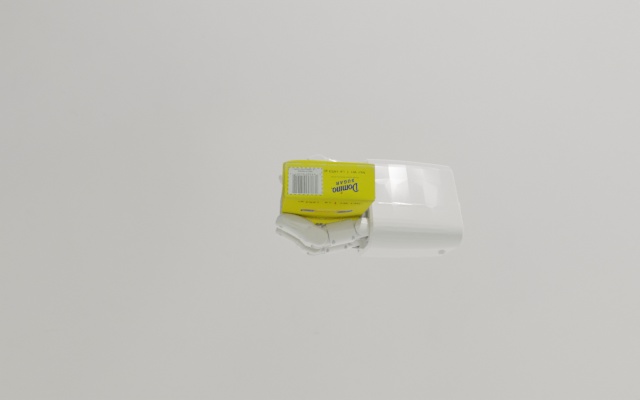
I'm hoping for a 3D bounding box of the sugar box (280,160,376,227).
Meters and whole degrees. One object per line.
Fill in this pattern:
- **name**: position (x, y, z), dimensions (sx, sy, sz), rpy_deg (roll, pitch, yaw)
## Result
- **sugar box**: position (0.000, 0.002, 0.550), dimensions (0.093, 0.048, 0.176), rpy_deg (2, -16, -5)
